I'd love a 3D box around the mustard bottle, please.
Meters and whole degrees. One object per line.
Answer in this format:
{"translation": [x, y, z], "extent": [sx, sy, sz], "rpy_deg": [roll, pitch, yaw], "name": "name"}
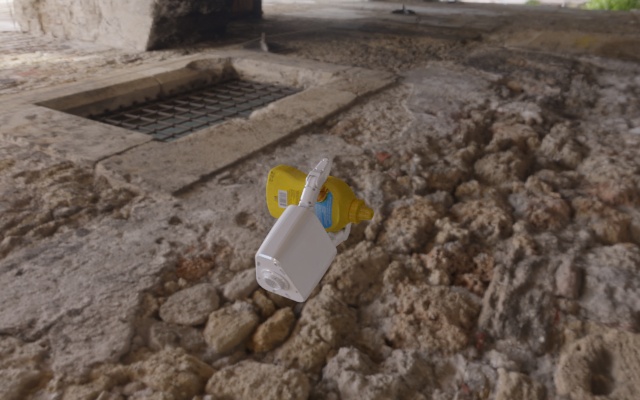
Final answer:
{"translation": [0.000, 0.002, 0.814], "extent": [0.191, 0.096, 0.058], "rpy_deg": [14, 26, 27], "name": "mustard bottle"}
